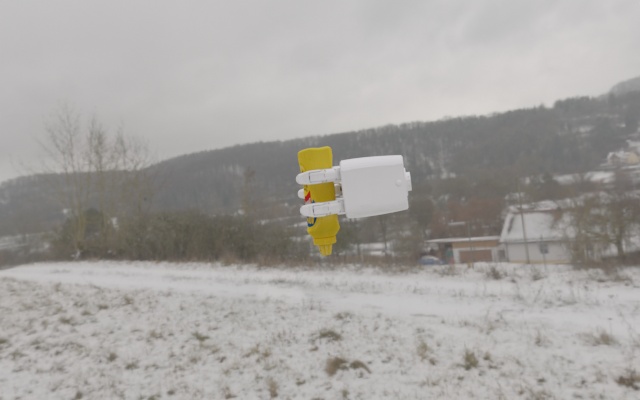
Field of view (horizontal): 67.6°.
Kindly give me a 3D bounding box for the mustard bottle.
[{"bbox_3d":[0.000,0.003,0.858,0.058,0.191,0.096,-8,2,-15],"label":"mustard bottle"}]
